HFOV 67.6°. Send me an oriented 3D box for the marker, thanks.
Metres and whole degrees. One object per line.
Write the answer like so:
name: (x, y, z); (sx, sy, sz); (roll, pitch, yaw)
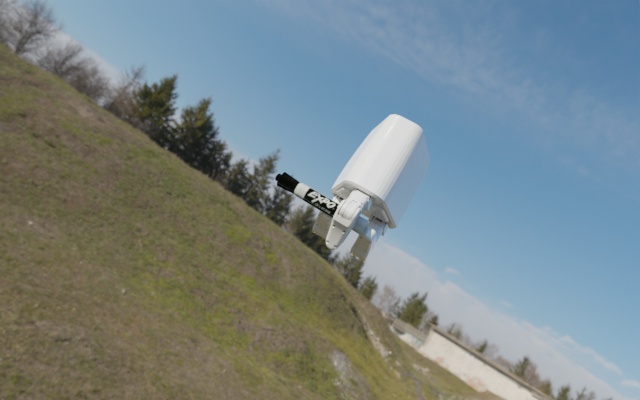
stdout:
marker: (0.000, 0.002, 0.553); (0.121, 0.020, 0.020); (30, 6, 10)
